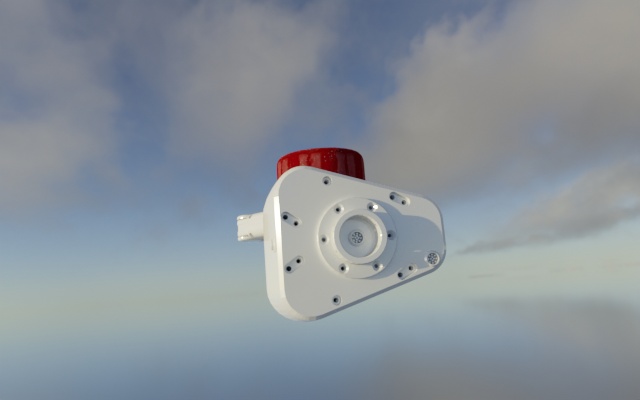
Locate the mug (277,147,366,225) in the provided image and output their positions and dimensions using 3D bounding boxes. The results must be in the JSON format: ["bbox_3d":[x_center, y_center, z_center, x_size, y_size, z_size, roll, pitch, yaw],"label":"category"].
[{"bbox_3d":[0.000,0.002,0.454,0.093,0.081,0.117,-3,-9,-11],"label":"mug"}]
